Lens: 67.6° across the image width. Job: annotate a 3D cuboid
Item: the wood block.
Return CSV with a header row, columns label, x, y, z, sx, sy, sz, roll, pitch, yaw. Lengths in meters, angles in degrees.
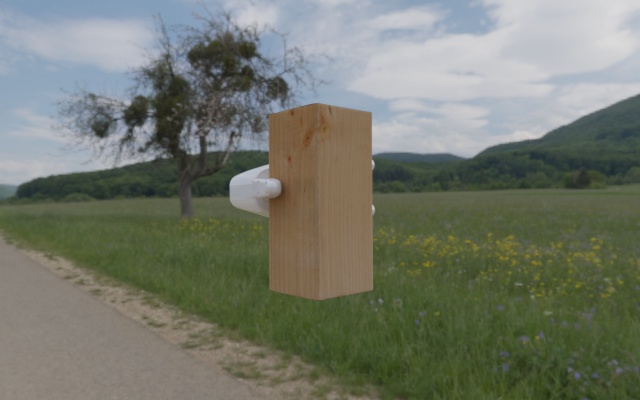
label,x,y,z,sx,sy,sz,roll,pitch,yaw
wood block,0.000,0.002,0.554,0.091,0.206,0.090,-1,0,-42
